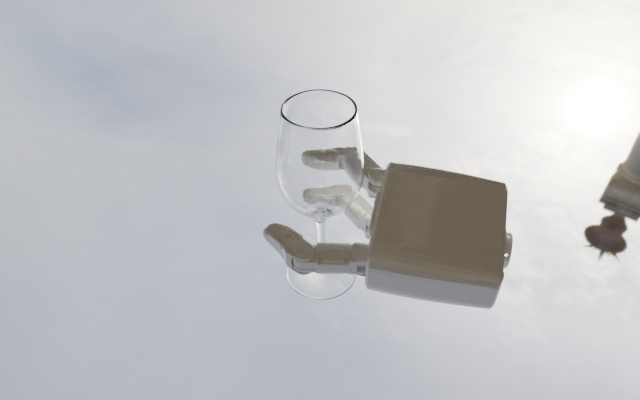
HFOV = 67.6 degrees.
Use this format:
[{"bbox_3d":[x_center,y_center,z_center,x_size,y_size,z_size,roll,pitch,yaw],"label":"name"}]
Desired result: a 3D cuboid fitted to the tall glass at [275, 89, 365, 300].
[{"bbox_3d":[0.000,0.002,0.444,0.079,0.201,0.079,-1,41,1],"label":"tall glass"}]
